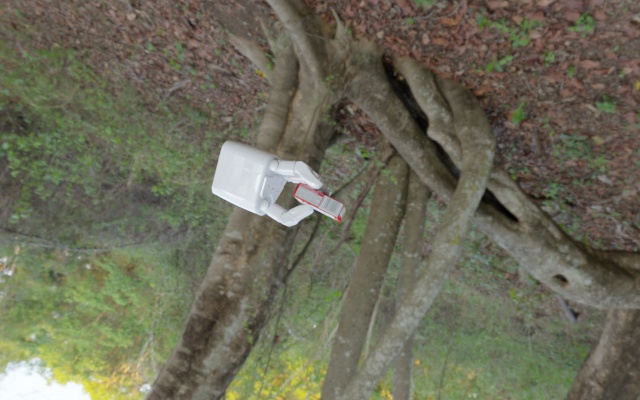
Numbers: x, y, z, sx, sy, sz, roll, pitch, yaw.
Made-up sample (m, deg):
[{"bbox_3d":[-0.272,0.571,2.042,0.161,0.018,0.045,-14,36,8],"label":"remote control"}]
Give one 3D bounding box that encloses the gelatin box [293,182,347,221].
[{"bbox_3d":[0.000,0.003,0.841,0.089,0.030,0.073,27,-4,9],"label":"gelatin box"}]
